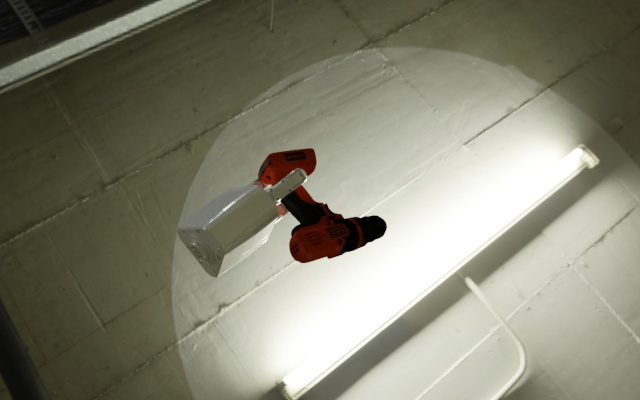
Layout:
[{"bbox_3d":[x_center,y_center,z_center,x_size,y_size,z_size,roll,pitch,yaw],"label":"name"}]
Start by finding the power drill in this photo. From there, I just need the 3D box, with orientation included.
[{"bbox_3d":[0.000,0.002,0.752,0.184,0.187,0.057,-11,-33,-41],"label":"power drill"}]
